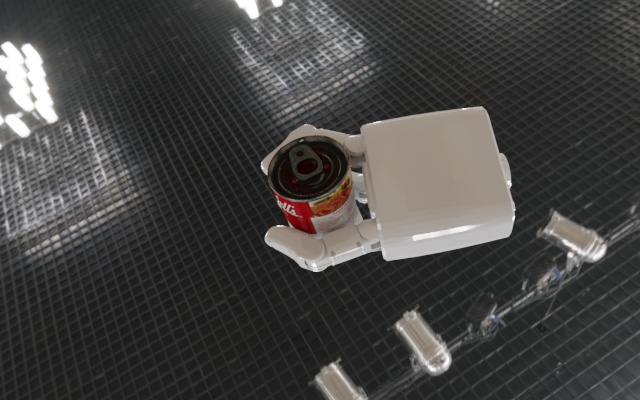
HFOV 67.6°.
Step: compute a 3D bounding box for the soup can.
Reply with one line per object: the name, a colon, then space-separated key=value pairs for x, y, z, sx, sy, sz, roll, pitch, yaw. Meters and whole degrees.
soup can: x=0.000 y=0.002 z=0.422 sx=0.068 sy=0.068 sz=0.102 roll=0 pitch=-35 yaw=14
